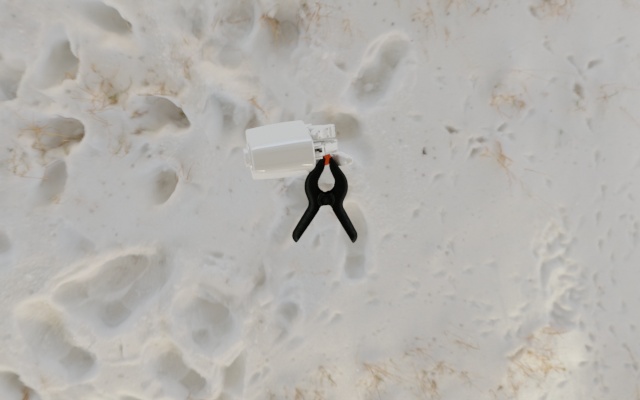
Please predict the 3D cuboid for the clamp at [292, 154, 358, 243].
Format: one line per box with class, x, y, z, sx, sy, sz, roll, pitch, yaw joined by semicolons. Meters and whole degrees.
clamp;0.000;0.003;0.871;0.120;0.171;0.039;-9;10;-7
